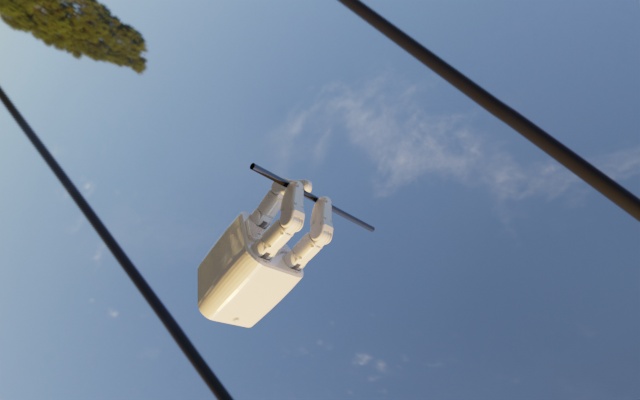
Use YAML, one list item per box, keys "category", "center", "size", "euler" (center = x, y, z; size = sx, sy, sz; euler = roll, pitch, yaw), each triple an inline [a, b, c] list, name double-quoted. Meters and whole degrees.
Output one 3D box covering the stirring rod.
- category: "stirring rod"
  center: [0.000, 0.002, 0.616]
  size: [0.011, 0.011, 0.239]
  euler: [0, -20, 42]
